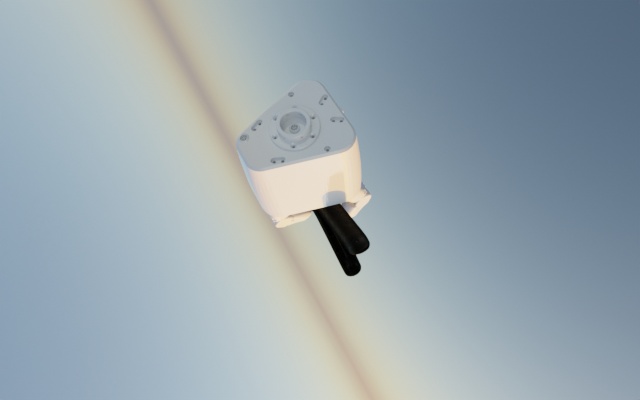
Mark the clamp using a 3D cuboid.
[{"bbox_3d":[-0.001,0.002,0.610,0.036,0.210,0.165,-28,-23,-9],"label":"clamp"}]
